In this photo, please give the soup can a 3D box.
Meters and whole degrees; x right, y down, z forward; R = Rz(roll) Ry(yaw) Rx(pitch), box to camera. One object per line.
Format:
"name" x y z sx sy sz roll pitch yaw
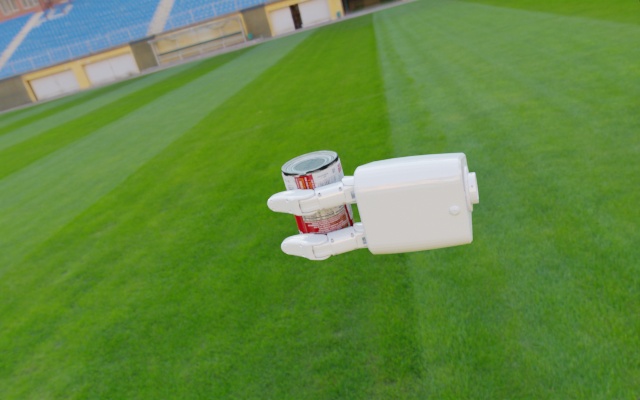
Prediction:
"soup can" 0.000 0.002 0.551 0.068 0.102 0.068 -13 22 5
